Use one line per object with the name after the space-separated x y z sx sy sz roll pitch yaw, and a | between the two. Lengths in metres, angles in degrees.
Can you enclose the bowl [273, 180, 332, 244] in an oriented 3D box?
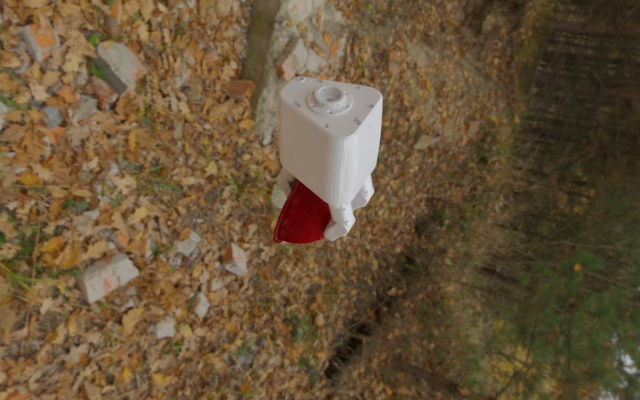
0.000 0.003 0.665 0.055 0.162 0.162 30 5 9 | bowl
